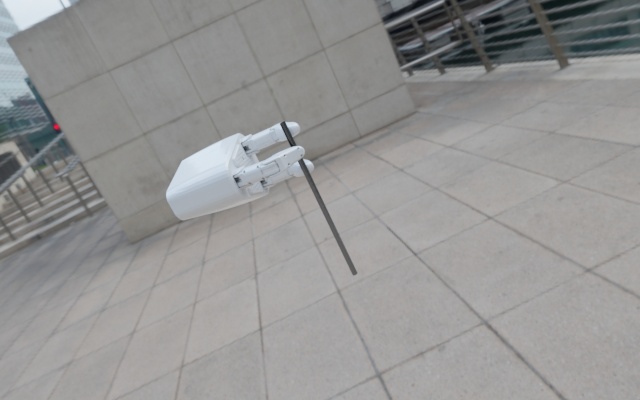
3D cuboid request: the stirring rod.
[{"bbox_3d":[0.000,0.002,0.658,0.011,0.239,0.011,-23,16,7],"label":"stirring rod"}]
